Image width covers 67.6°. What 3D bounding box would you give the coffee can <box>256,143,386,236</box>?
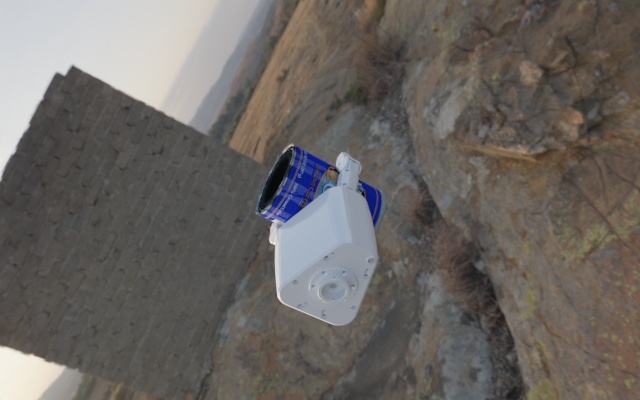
[{"bbox_3d":[0.000,0.002,0.632,0.140,0.103,0.103,27,-9,-18],"label":"coffee can"}]
